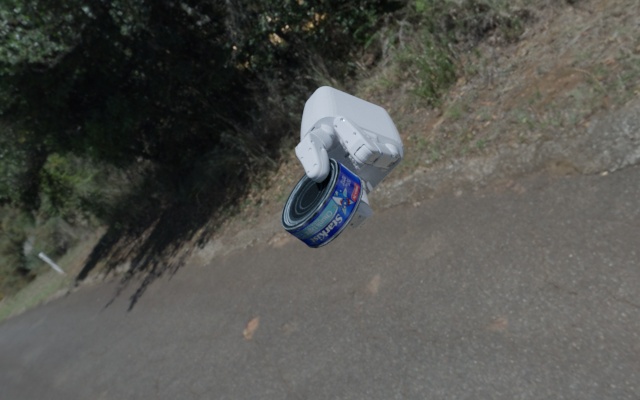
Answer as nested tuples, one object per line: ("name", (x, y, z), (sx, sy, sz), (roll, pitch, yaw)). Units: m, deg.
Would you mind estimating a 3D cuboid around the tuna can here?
("tuna can", (0.000, 0.001, 0.468), (0.034, 0.086, 0.086), (36, -17, -24))
